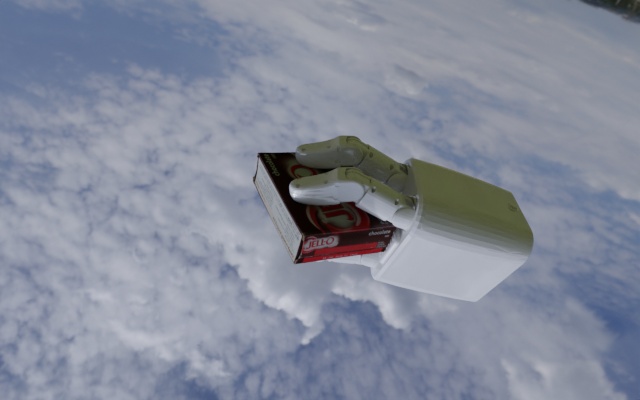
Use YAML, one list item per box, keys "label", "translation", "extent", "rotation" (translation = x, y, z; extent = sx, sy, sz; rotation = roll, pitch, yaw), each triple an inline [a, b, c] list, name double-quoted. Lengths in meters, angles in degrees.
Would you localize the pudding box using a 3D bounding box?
- label: "pudding box"
  translation: [0.000, 0.002, 0.423]
  extent: [0.090, 0.039, 0.113]
  rotation: [-3, 39, -29]
